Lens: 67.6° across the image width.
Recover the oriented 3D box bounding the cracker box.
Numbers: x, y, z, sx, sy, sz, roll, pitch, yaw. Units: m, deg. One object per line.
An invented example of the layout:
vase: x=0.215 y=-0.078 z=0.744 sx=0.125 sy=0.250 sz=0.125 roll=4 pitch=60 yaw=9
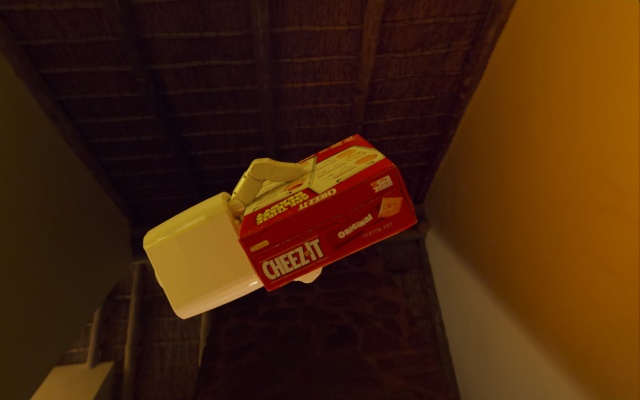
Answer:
cracker box: x=0.000 y=0.002 z=0.547 sx=0.164 sy=0.072 sz=0.213 roll=-26 pitch=16 yaw=2
